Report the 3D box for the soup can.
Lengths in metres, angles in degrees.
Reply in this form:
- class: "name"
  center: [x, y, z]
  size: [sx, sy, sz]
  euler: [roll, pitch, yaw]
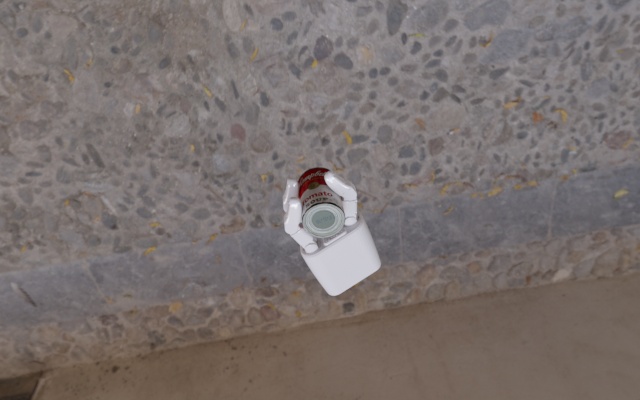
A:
- class: "soup can"
  center: [0.000, 0.002, 0.752]
  size: [0.068, 0.068, 0.102]
  euler: [0, 35, -7]
